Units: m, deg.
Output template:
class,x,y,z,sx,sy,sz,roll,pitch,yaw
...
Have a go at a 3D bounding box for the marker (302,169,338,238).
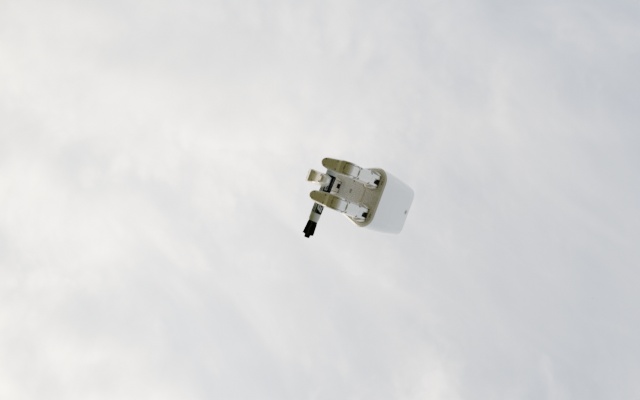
class,x,y,z,sx,sy,sz,roll,pitch,yaw
marker,0.000,0.002,0.754,0.020,0.121,0.020,21,1,0
